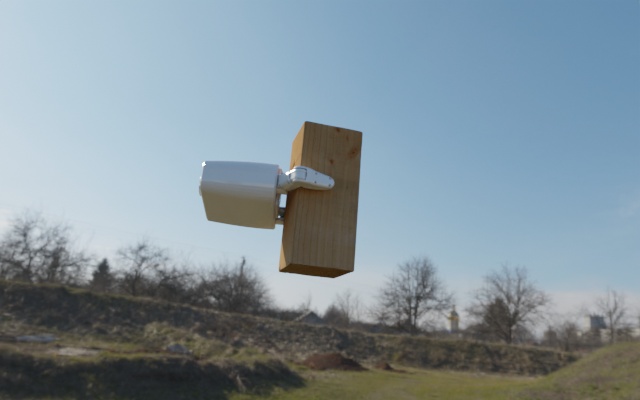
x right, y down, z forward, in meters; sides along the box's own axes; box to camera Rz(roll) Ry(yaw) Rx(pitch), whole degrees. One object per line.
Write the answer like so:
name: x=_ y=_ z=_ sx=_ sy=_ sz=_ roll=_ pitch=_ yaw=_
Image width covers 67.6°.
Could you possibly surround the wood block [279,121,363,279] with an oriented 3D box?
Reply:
wood block: x=0.000 y=0.002 z=0.698 sx=0.090 sy=0.206 sz=0.091 roll=9 pitch=-17 yaw=-14
